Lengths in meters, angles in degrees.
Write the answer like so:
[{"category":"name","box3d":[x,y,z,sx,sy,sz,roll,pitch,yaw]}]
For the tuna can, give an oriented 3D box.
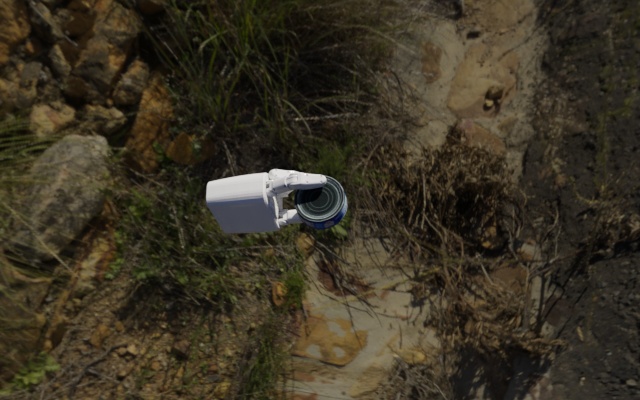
[{"category":"tuna can","box3d":[0.000,0.002,0.785,0.086,0.086,0.034,0,-24,10]}]
